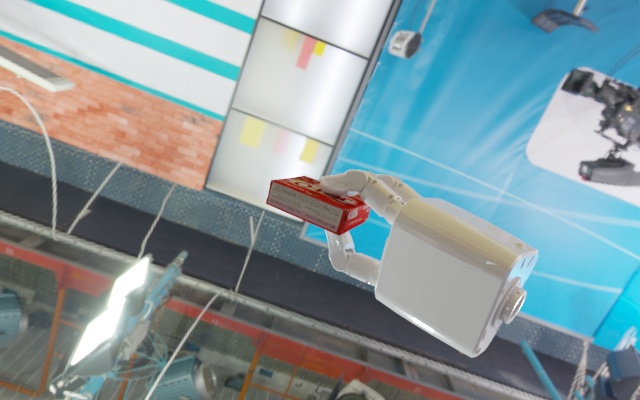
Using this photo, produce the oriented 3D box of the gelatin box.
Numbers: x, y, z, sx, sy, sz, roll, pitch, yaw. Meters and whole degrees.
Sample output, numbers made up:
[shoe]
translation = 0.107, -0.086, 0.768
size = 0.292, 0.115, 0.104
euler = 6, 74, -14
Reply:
[gelatin box]
translation = 0.000, 0.002, 0.498
size = 0.089, 0.030, 0.073
euler = 21, 15, 21
